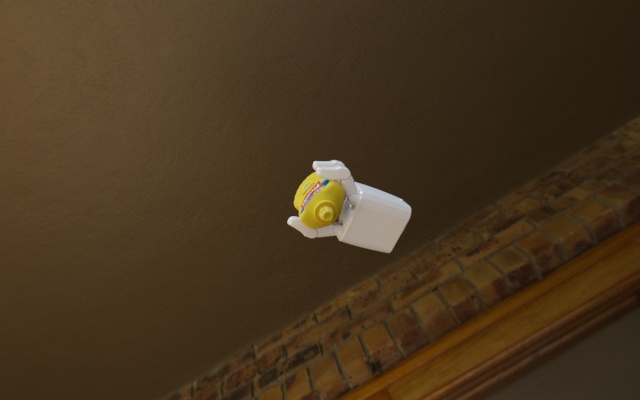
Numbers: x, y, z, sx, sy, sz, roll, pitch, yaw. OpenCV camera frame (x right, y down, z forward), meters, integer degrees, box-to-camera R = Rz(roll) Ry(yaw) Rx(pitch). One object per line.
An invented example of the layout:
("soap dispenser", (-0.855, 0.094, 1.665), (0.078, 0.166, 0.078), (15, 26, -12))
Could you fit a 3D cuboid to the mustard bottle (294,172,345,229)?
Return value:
("mustard bottle", (0.000, 0.003, 0.868), (0.058, 0.096, 0.191), (42, 6, -16))
